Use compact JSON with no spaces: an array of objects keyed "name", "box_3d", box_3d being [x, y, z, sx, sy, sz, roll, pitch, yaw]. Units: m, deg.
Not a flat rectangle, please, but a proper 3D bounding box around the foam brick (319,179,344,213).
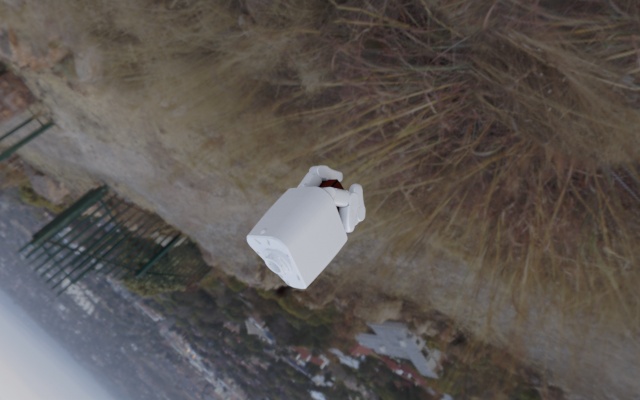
[{"name":"foam brick","box_3d":[0.000,0.003,0.760,0.078,0.053,0.051,-2,39,50]}]
